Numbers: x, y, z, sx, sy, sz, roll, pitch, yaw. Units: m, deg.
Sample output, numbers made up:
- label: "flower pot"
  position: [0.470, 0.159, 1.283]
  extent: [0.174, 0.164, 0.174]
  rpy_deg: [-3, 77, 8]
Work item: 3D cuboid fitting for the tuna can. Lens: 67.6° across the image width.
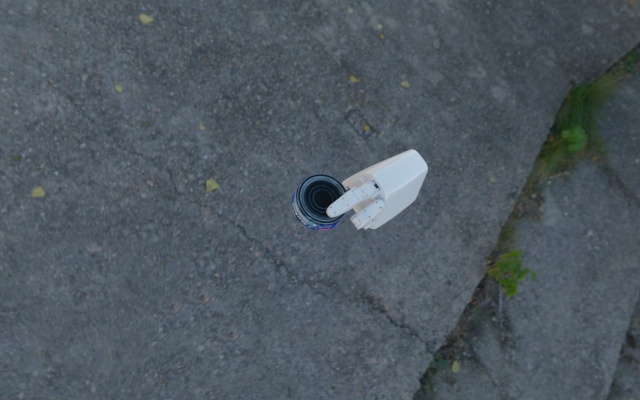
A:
- label: "tuna can"
  position: [0.000, 0.002, 0.734]
  extent: [0.086, 0.086, 0.034]
  rpy_deg: [0, -21, -18]
